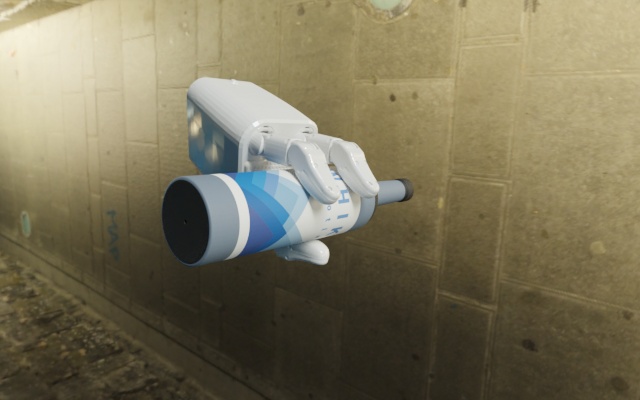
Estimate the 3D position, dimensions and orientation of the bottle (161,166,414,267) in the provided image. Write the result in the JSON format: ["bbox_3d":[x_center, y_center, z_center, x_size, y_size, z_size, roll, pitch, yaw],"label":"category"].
[{"bbox_3d":[0.000,0.002,0.454,0.069,0.069,0.295,0,5,42],"label":"bottle"}]
